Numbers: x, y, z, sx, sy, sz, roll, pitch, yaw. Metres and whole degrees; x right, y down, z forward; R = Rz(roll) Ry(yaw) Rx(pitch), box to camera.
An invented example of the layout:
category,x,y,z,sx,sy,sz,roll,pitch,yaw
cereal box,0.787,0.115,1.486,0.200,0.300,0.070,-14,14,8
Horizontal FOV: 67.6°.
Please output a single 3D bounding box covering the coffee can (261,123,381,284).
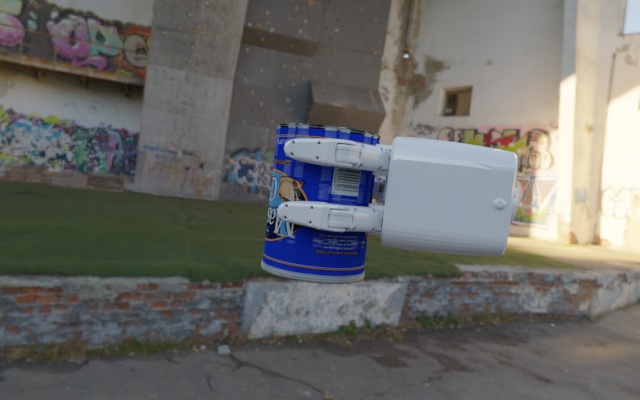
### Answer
category,x,y,z,sx,sy,sz,roll,pitch,yaw
coffee can,0.000,0.002,0.471,0.103,0.140,0.103,6,3,0
